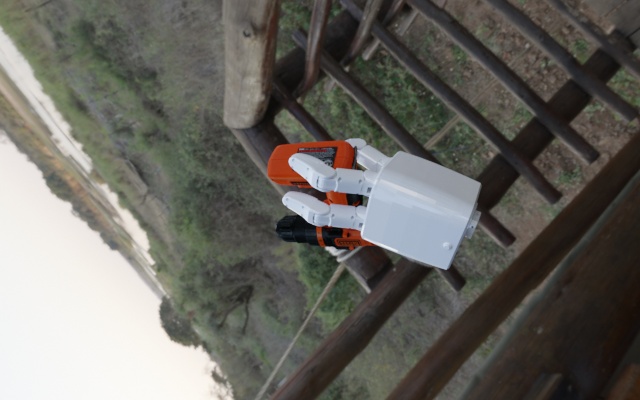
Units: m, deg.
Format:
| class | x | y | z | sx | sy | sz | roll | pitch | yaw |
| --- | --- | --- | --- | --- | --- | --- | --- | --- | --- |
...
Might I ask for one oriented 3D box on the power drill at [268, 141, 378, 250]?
| class | x | y | z | sx | sy | sz | roll | pitch | yaw |
| --- | --- | --- | --- | --- | --- | --- | --- | --- | --- |
| power drill | 0.000 | 0.002 | 0.633 | 0.184 | 0.057 | 0.188 | -3 | -33 | 20 |
